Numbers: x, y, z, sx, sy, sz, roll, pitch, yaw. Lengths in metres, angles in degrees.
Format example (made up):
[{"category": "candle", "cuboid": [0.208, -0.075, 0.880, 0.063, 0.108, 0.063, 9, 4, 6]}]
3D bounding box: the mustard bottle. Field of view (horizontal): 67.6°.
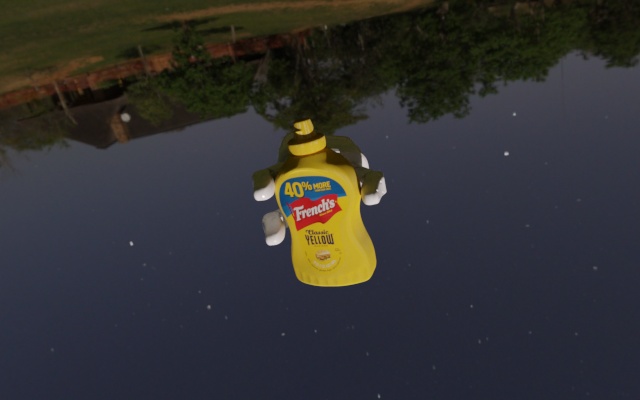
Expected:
[{"category": "mustard bottle", "cuboid": [0.000, 0.002, 0.536, 0.096, 0.192, 0.058, -3, 22, 23]}]
